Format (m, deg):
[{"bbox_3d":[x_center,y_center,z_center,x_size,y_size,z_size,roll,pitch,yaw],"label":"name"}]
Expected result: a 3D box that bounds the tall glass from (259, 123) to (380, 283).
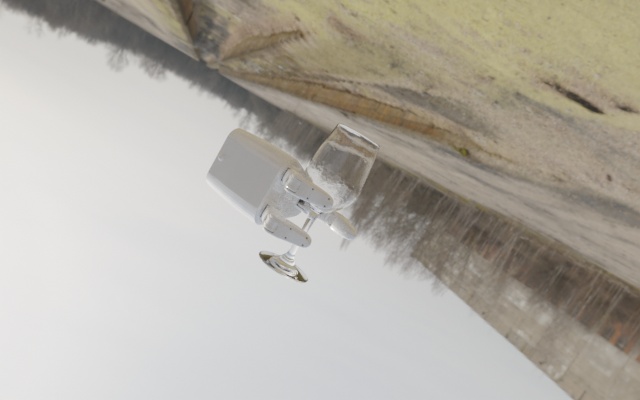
[{"bbox_3d":[0.000,0.003,0.618,0.079,0.201,0.079,30,7,-4],"label":"tall glass"}]
